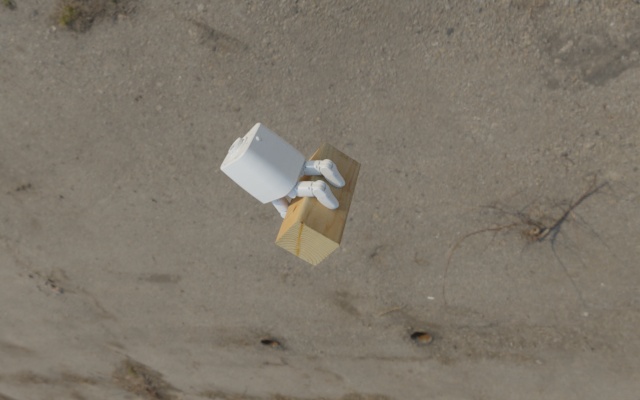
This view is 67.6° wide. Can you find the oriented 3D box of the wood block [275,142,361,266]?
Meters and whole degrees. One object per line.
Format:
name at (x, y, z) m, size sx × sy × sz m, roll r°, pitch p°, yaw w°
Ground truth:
wood block at (0.000, 0.003, 0.895) m, size 0.090 × 0.206 × 0.091 m, roll 30°, pitch -42°, yaw -14°
